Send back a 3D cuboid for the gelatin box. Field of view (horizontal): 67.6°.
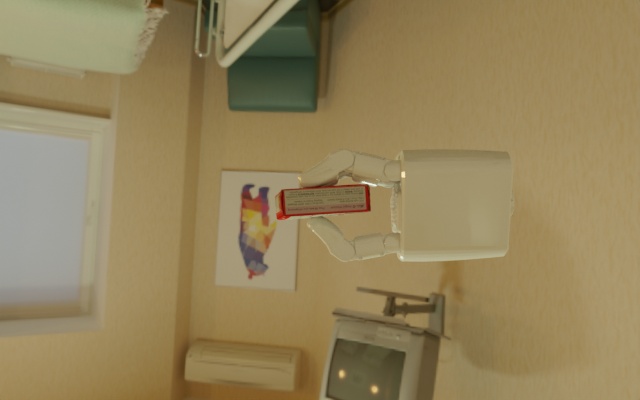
[{"bbox_3d":[0.000,0.002,0.494,0.089,0.030,0.073,-4,-3,-10],"label":"gelatin box"}]
